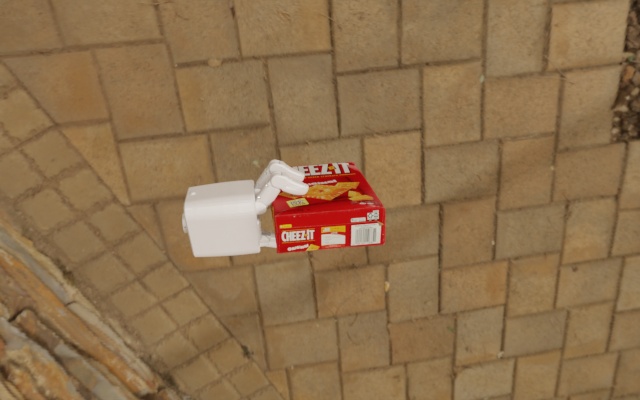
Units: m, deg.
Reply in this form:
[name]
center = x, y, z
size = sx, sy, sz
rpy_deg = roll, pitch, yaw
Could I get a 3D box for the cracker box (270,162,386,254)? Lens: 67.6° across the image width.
[cracker box]
center = 0.000, 0.003, 0.782
size = 0.164, 0.072, 0.213
rpy_deg = -4, 24, -7
